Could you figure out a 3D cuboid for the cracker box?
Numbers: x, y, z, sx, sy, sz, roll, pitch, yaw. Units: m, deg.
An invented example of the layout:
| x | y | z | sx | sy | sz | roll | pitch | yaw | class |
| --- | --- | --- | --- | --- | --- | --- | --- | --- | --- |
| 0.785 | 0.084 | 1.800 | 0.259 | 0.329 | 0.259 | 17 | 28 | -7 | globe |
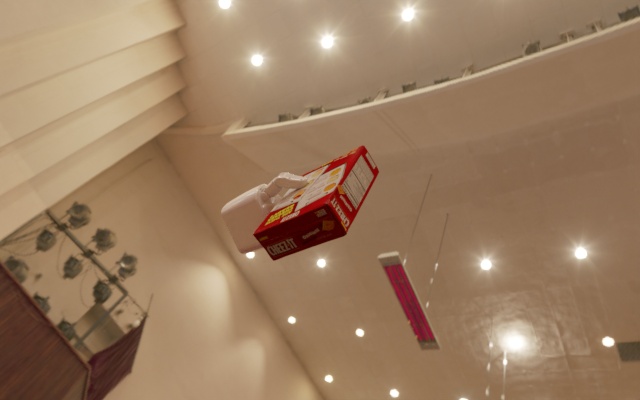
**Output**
| x | y | z | sx | sy | sz | roll | pitch | yaw | class |
| --- | --- | --- | --- | --- | --- | --- | --- | --- | --- |
| 0.000 | 0.003 | 0.854 | 0.164 | 0.072 | 0.213 | -24 | 20 | 33 | cracker box |
